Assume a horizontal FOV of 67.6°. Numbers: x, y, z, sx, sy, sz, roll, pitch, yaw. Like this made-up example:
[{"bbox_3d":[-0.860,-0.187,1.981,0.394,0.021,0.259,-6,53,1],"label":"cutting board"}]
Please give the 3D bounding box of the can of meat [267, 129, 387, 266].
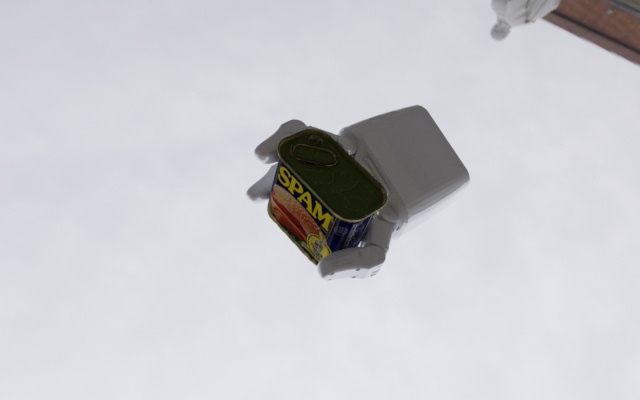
[{"bbox_3d":[0.000,0.002,0.430,0.057,0.102,0.084,-29,-26,-34],"label":"can of meat"}]
